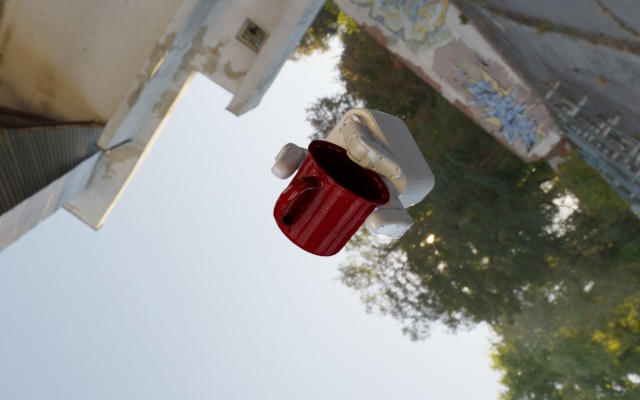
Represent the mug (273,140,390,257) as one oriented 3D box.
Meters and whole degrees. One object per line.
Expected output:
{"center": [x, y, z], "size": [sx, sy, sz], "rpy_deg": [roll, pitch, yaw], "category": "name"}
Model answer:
{"center": [-0.001, 0.002, 0.458], "size": [0.093, 0.081, 0.117], "rpy_deg": [47, 27, 22], "category": "mug"}
